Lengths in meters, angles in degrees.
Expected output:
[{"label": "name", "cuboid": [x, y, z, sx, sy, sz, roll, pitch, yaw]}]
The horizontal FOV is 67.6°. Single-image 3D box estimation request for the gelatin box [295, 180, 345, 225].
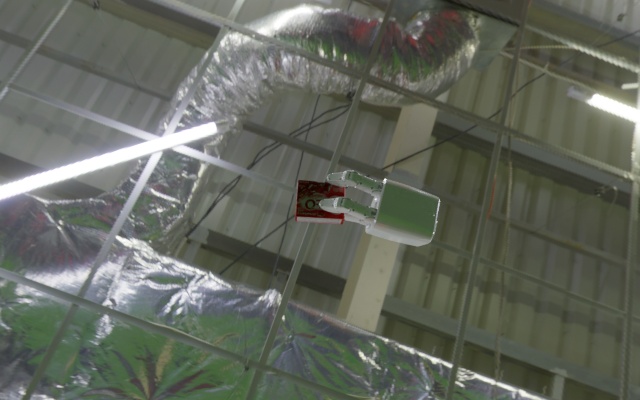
[{"label": "gelatin box", "cuboid": [0.000, 0.003, 0.871, 0.089, 0.073, 0.030, 4, -23, -2]}]
